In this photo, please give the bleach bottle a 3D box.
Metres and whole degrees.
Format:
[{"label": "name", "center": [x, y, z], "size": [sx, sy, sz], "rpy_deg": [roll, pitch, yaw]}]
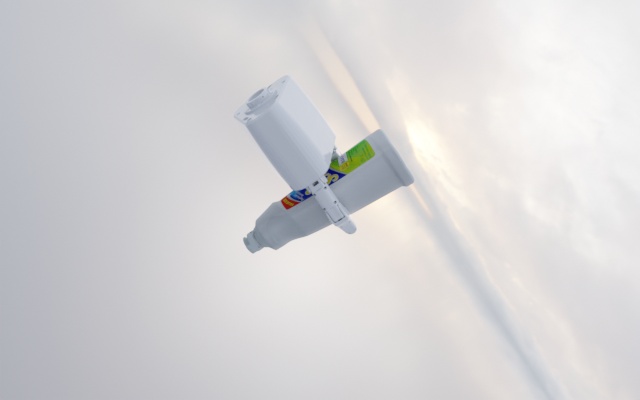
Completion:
[{"label": "bleach bottle", "center": [0.000, 0.002, 0.665], "size": [0.251, 0.068, 0.102], "rpy_deg": [-33, 27, 10]}]
